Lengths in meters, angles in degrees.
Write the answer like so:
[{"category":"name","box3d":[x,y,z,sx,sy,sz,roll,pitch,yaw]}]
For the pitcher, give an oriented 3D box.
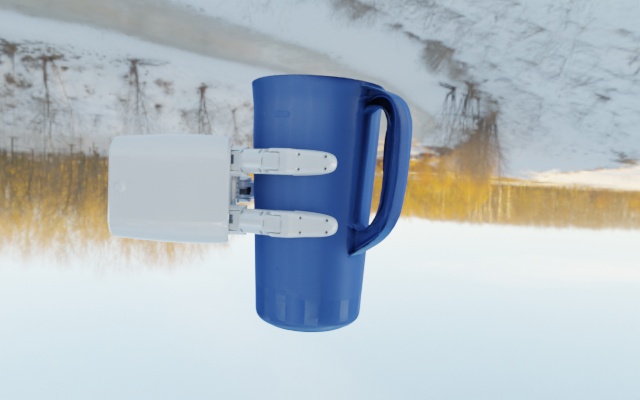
[{"category":"pitcher","box3d":[0.000,0.002,0.477,0.145,0.243,0.149,2,4,-5]}]
